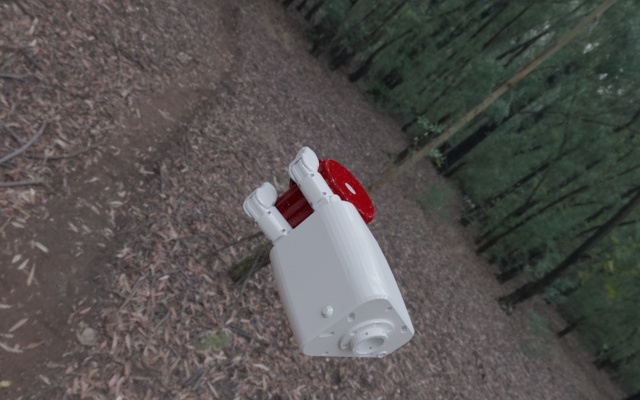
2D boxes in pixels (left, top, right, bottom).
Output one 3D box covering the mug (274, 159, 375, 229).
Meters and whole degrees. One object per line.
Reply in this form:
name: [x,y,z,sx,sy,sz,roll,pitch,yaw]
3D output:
mug: [0.000,0.001,0.519,0.081,0.117,0.093,-39,-44,19]
